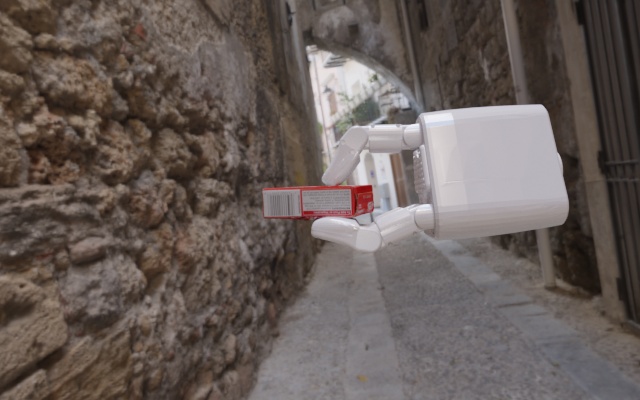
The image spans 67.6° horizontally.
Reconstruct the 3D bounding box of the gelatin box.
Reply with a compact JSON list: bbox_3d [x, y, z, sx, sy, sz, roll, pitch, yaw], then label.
[{"bbox_3d":[0.000,0.001,0.450,0.089,0.030,0.073,-1,2,18],"label":"gelatin box"}]
